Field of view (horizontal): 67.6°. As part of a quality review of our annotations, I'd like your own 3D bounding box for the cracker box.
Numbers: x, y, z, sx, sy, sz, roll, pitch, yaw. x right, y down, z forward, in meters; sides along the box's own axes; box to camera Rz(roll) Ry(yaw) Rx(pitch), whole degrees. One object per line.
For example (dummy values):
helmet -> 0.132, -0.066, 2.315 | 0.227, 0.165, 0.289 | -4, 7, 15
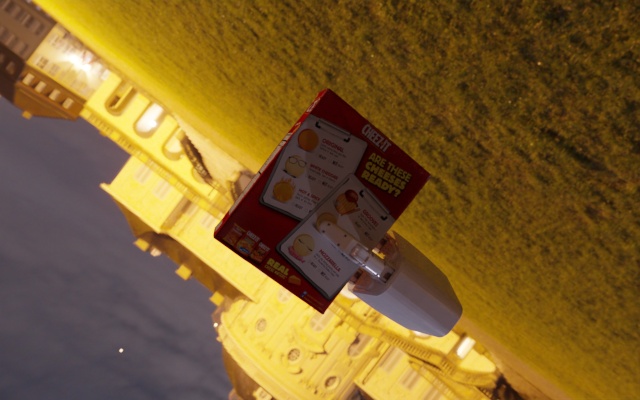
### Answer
cracker box -> 0.000, 0.002, 0.579 | 0.164, 0.213, 0.072 | 38, -1, -15
